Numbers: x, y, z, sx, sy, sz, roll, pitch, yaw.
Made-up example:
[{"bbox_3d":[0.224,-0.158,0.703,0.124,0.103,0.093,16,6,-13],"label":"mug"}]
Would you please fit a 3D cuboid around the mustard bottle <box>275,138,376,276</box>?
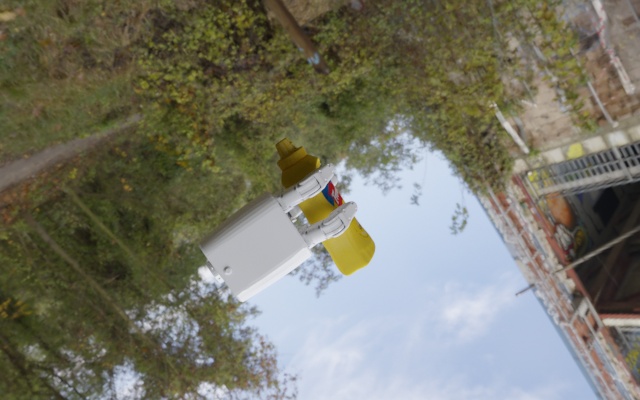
[{"bbox_3d":[0.001,0.002,0.633,0.058,0.191,0.096,-31,10,15],"label":"mustard bottle"}]
